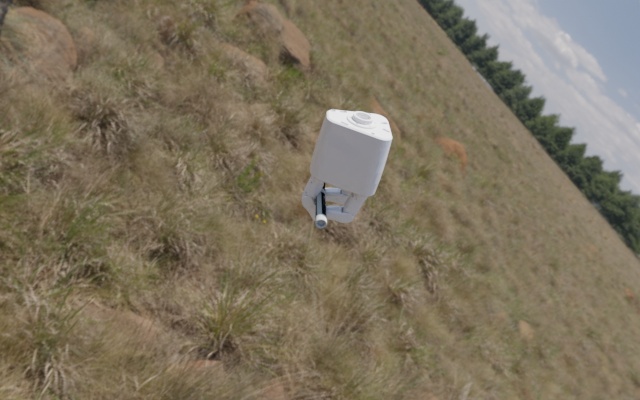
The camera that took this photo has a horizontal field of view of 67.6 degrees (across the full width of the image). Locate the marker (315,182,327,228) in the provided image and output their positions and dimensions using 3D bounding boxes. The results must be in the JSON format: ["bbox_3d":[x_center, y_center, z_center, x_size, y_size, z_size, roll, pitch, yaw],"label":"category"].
[{"bbox_3d":[0.000,0.003,0.804,0.020,0.020,0.121,0,35,-1],"label":"marker"}]
